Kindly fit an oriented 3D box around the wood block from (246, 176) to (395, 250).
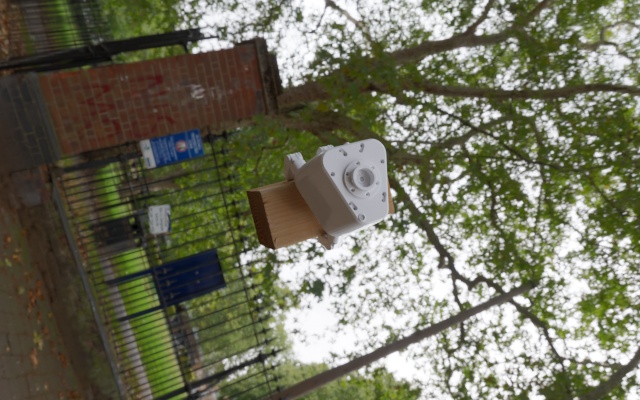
[{"bbox_3d":[0.000,0.003,0.755,0.206,0.091,0.090,-15,7,-21],"label":"wood block"}]
